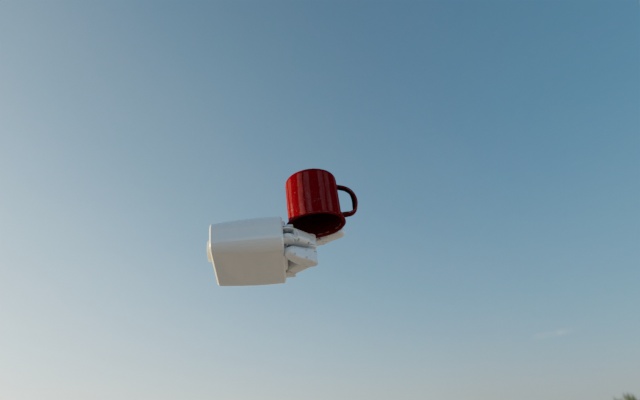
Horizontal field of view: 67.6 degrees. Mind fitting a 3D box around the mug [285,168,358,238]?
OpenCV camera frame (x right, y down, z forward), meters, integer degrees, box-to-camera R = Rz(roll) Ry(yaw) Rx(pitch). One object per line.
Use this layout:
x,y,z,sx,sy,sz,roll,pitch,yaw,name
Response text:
0.002,0.002,0.748,0.117,0.081,0.093,-5,-28,-6,mug
